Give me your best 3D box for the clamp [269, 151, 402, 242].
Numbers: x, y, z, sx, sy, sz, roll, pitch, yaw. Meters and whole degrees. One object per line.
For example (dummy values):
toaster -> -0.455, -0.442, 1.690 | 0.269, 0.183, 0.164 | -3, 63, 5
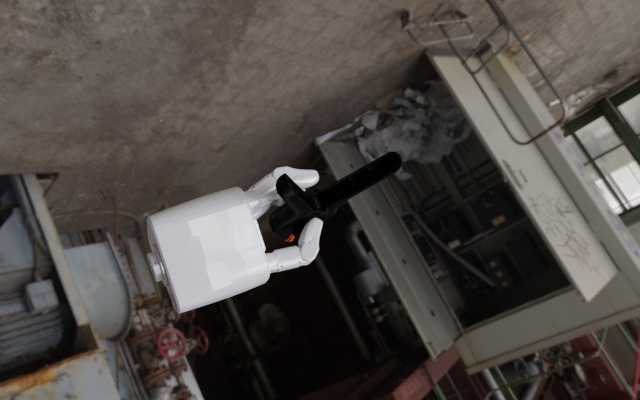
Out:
clamp -> 0.000, 0.003, 0.603 | 0.164, 0.036, 0.210 | -15, -17, -24
